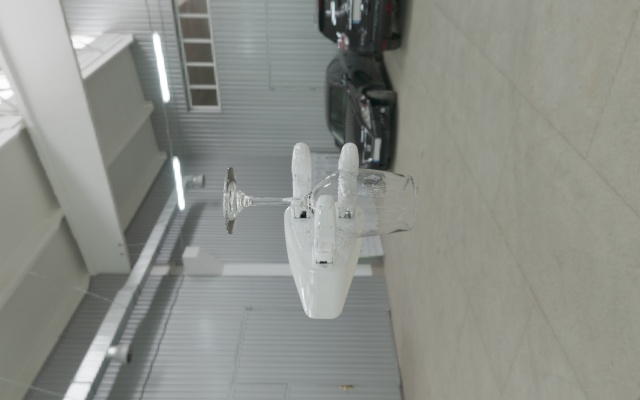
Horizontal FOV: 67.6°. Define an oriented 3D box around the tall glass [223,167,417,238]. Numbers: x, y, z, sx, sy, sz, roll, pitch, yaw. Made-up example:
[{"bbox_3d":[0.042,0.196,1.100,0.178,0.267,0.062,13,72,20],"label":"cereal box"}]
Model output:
[{"bbox_3d":[-0.001,0.002,0.526,0.201,0.079,0.079,1,0,0],"label":"tall glass"}]
